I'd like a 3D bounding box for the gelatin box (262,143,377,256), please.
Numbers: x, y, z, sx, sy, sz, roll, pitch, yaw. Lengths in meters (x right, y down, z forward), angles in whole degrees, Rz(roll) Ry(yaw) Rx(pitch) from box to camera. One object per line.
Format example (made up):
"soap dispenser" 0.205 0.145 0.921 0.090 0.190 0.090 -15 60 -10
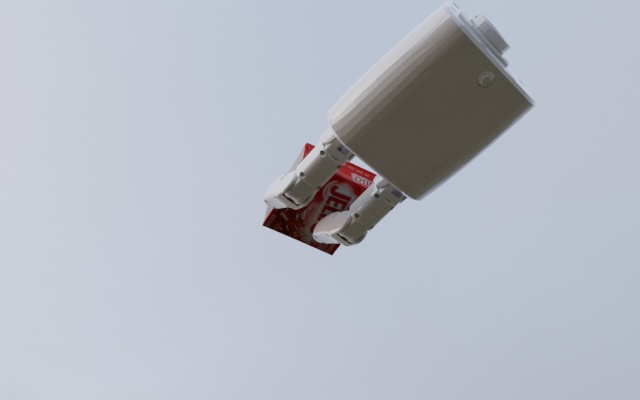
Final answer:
"gelatin box" 0.000 0.001 0.420 0.073 0.030 0.089 25 -51 -14
